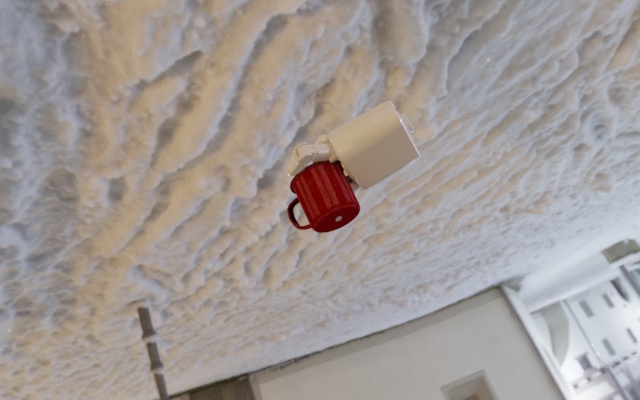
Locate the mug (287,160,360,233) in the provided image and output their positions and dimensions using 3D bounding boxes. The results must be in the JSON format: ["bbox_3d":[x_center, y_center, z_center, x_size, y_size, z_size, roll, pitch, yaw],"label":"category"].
[{"bbox_3d":[-0.001,0.003,0.739,0.117,0.081,0.093,-32,-26,14],"label":"mug"}]
